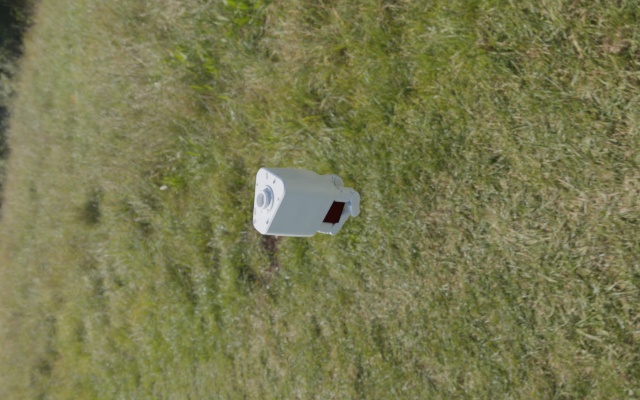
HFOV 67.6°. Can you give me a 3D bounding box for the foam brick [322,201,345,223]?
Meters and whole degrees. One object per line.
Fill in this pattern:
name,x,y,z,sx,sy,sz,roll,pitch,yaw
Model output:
foam brick,0.000,0.003,0.887,0.051,0.053,0.078,6,17,-40
